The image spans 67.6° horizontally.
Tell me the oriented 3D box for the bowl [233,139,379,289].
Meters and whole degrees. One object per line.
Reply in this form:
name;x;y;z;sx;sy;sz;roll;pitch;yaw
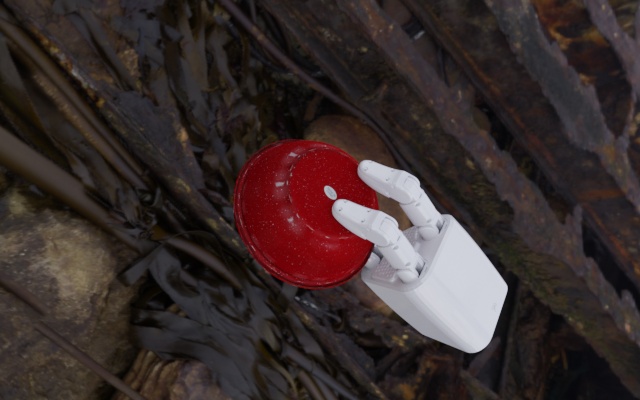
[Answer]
bowl;-0.001;0.001;0.466;0.162;0.162;0.055;0;-21;-28
